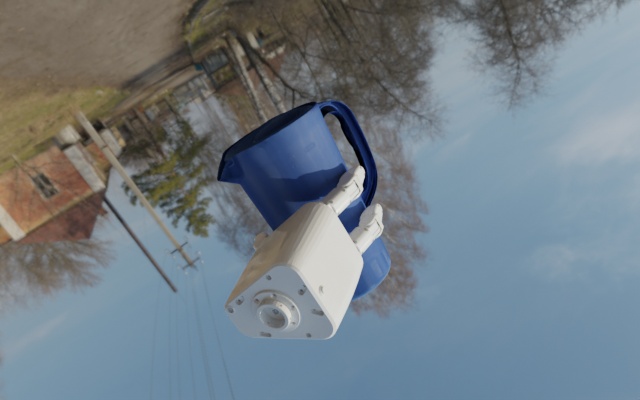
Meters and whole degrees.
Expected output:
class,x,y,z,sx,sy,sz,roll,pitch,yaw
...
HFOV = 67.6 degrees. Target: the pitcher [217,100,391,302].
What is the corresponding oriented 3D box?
class,x,y,z,sx,sy,sz,roll,pitch,yaw
pitcher,0.000,0.002,0.609,0.149,0.243,0.145,-22,20,25
